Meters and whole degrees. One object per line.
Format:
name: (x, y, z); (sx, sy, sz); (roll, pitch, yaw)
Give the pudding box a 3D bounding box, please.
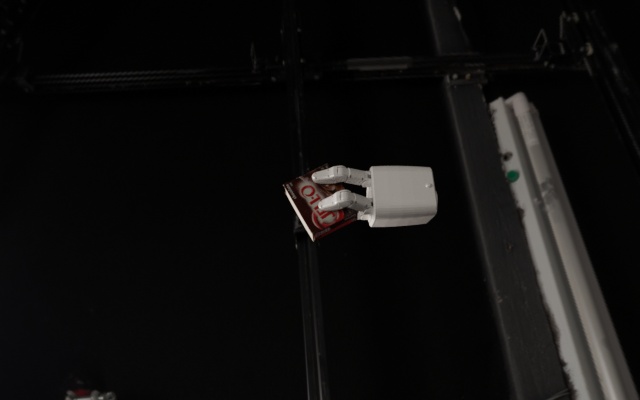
pudding box: (0.000, 0.003, 0.829); (0.090, 0.113, 0.039); (-26, -28, -12)
